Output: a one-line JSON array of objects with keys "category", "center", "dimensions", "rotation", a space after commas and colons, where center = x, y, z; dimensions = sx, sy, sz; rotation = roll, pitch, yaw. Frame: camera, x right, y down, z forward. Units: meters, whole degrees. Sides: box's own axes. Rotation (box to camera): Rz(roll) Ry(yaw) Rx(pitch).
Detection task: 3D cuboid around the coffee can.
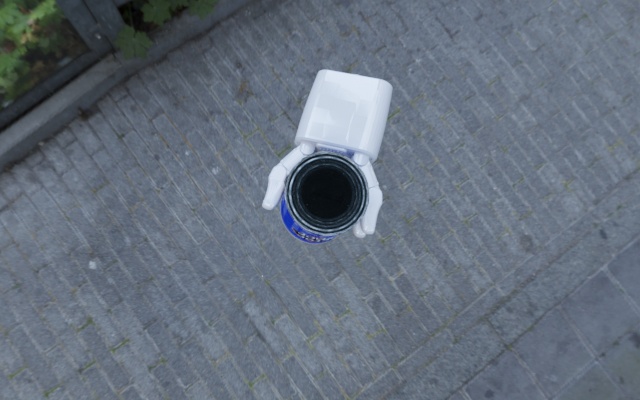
[{"category": "coffee can", "center": [0.000, 0.002, 0.633], "dimensions": [0.103, 0.103, 0.140], "rotation": [0, -9, -7]}]
